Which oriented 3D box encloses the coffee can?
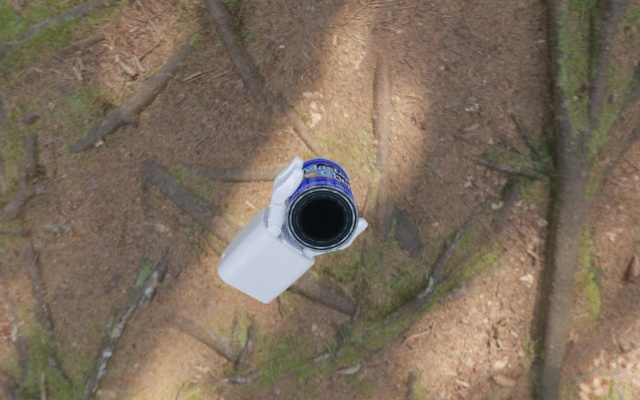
[{"bbox_3d":[0.000,0.002,0.730,0.103,0.103,0.140,0,21,-2],"label":"coffee can"}]
